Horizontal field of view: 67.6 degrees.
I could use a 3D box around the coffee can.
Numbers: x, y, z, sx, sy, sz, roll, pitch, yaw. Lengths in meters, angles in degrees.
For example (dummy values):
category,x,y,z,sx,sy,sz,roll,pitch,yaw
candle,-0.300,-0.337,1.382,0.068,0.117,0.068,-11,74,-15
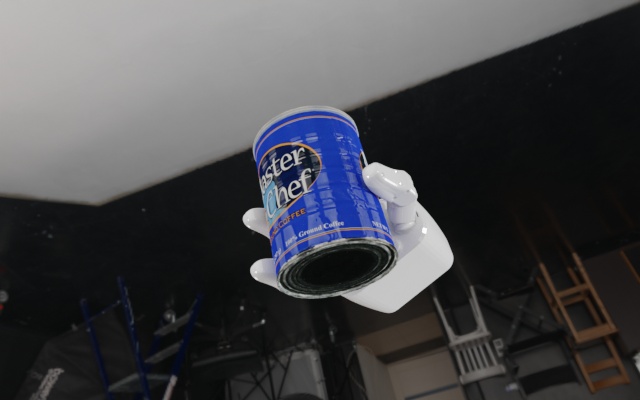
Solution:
category,x,y,z,sx,sy,sz,roll,pitch,yaw
coffee can,0.000,0.001,0.425,0.103,0.140,0.103,-10,-32,-6
